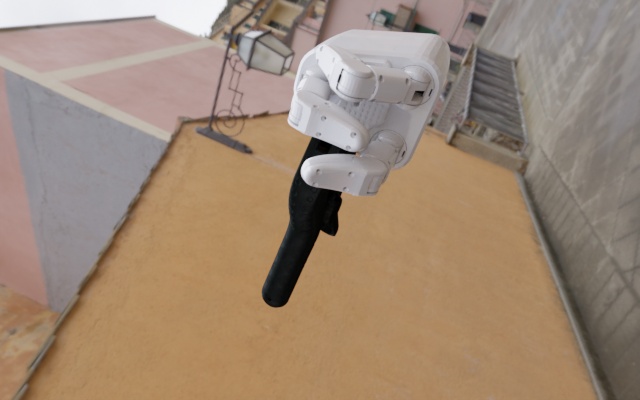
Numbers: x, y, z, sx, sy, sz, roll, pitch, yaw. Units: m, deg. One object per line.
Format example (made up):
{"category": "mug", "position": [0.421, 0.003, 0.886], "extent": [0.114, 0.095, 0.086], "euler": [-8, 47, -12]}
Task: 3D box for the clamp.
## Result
{"category": "clamp", "position": [0.000, 0.001, 0.408], "extent": [0.039, 0.172, 0.120], "euler": [25, 34, 7]}
